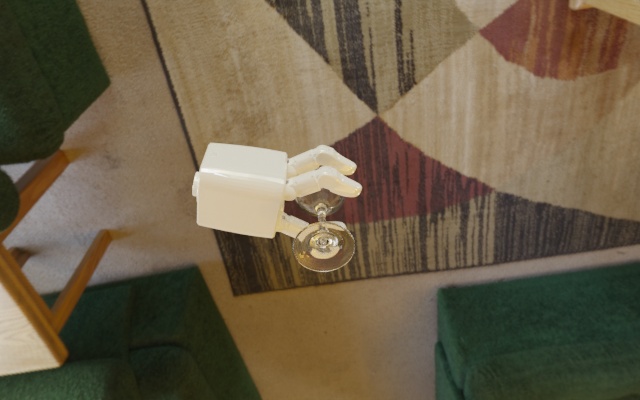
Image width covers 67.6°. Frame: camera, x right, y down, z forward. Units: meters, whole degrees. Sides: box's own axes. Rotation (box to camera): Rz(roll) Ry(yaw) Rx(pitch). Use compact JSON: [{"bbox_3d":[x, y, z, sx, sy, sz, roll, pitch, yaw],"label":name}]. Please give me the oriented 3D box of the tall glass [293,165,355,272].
[{"bbox_3d":[0.000,0.003,0.647,0.079,0.079,0.201,0,33,-2],"label":"tall glass"}]
